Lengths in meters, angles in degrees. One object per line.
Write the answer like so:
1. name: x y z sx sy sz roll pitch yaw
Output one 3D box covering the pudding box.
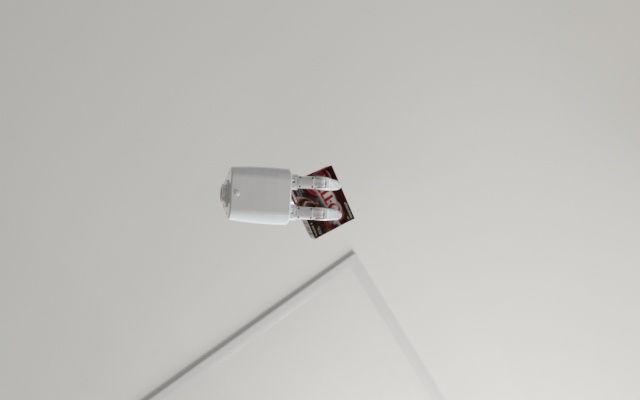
1. pudding box: 0.000 0.003 0.893 0.090 0.113 0.039 -26 9 -19
